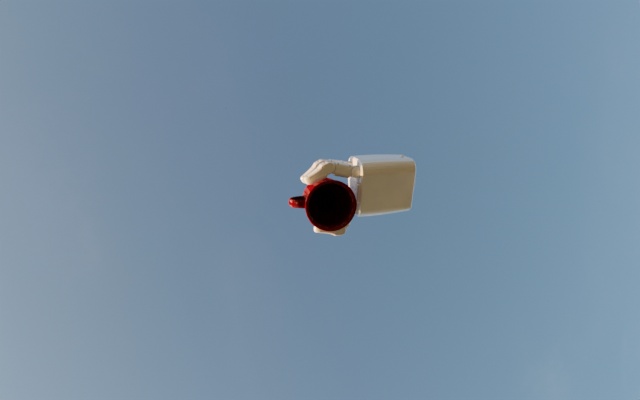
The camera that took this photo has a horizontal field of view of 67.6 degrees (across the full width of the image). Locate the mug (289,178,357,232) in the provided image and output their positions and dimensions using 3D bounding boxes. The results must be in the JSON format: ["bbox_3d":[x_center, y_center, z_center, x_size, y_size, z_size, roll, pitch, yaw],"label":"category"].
[{"bbox_3d":[-0.001,0.003,0.876,0.117,0.093,0.081,-3,11,-10],"label":"mug"}]
